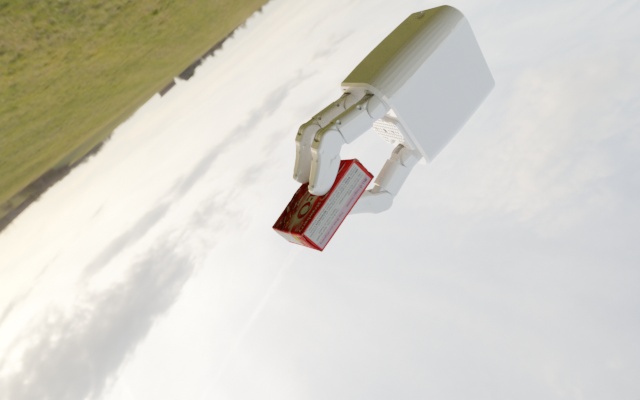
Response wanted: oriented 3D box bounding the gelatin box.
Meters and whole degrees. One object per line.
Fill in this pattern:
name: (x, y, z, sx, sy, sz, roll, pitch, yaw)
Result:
gelatin box: (0.000, 0.002, 0.454, 0.030, 0.089, 0.073, 41, -15, -23)
